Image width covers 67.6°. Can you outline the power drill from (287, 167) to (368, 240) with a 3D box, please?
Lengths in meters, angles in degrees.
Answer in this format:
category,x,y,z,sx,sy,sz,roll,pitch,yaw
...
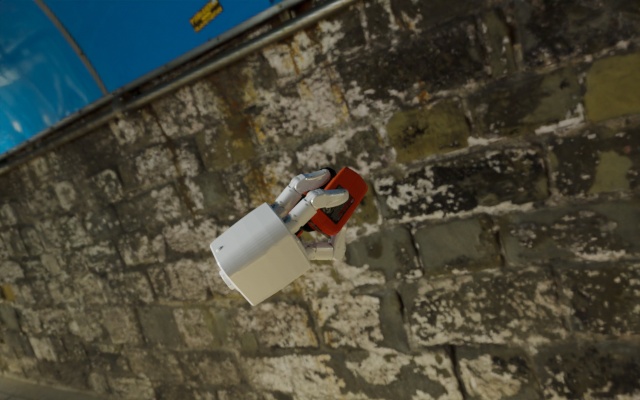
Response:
category,x,y,z,sx,sy,sz,roll,pitch,yaw
power drill,0.000,0.003,0.783,0.057,0.184,0.188,40,-23,-13
